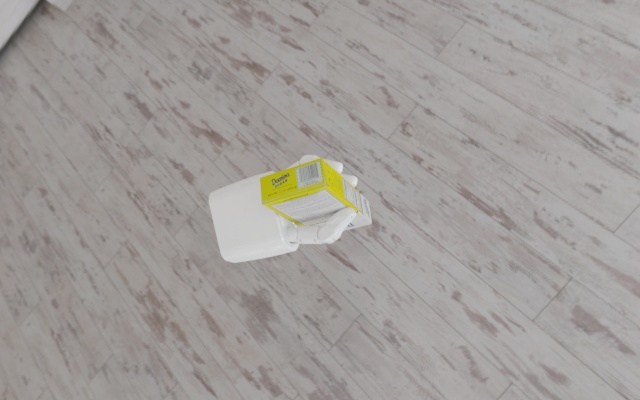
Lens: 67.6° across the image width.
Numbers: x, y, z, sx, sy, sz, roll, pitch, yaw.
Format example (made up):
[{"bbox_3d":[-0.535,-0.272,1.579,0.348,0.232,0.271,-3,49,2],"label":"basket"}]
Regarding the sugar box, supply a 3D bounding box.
[{"bbox_3d":[0.000,0.002,0.671,0.093,0.048,0.176,-15,-21,19],"label":"sugar box"}]
